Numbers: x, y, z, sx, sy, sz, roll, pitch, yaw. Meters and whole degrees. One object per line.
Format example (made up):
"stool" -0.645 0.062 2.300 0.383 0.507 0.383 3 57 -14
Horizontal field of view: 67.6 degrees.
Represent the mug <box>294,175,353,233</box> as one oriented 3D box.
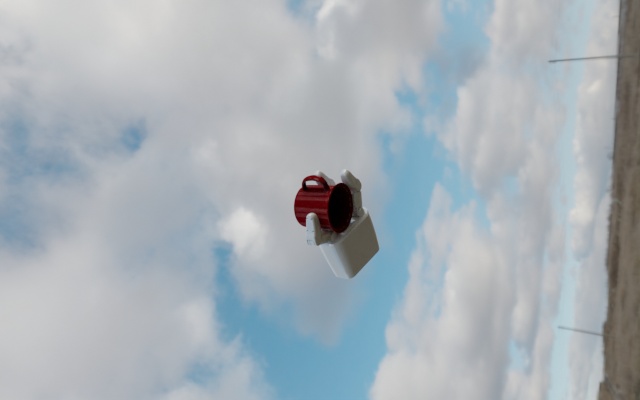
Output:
"mug" -0.001 0.002 0.888 0.081 0.117 0.093 3 42 33
